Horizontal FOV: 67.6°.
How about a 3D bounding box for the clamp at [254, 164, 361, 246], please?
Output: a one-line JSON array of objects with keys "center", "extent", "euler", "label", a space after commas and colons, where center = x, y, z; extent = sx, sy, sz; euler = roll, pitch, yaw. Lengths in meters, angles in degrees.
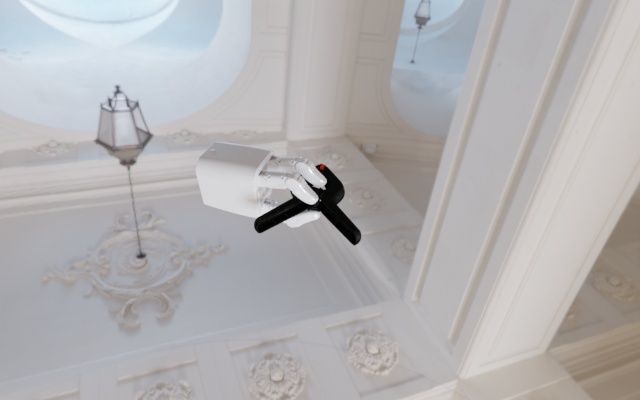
[{"center": [0.000, 0.003, 0.797], "extent": [0.164, 0.036, 0.210], "euler": [12, 34, 9], "label": "clamp"}]
